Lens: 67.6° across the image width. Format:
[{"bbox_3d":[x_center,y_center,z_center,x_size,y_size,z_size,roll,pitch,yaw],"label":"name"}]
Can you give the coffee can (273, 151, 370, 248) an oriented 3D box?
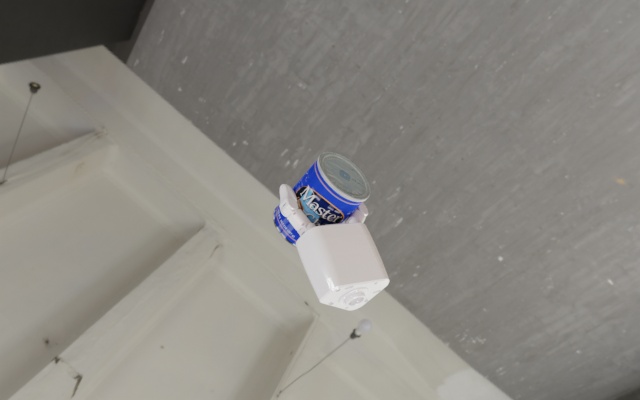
[{"bbox_3d":[0.000,0.002,0.798,0.103,0.102,0.140,0,-39,-47],"label":"coffee can"}]
